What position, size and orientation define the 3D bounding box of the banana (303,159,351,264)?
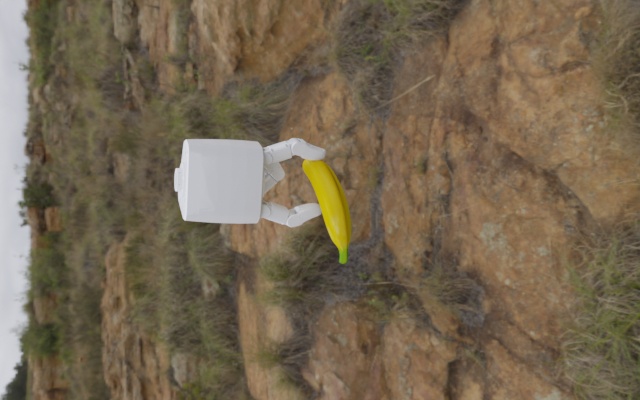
[{"bbox_3d":[0.007,-0.007,0.694,0.037,0.197,0.070,1,-41,-24],"label":"banana"}]
